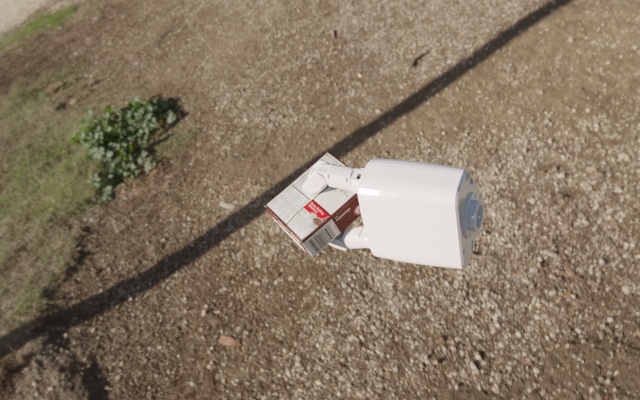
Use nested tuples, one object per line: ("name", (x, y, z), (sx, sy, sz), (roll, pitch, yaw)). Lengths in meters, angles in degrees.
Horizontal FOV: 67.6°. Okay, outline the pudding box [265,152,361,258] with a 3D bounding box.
("pudding box", (0.000, 0.002, 0.590), (0.090, 0.113, 0.039), (40, -14, 43))
